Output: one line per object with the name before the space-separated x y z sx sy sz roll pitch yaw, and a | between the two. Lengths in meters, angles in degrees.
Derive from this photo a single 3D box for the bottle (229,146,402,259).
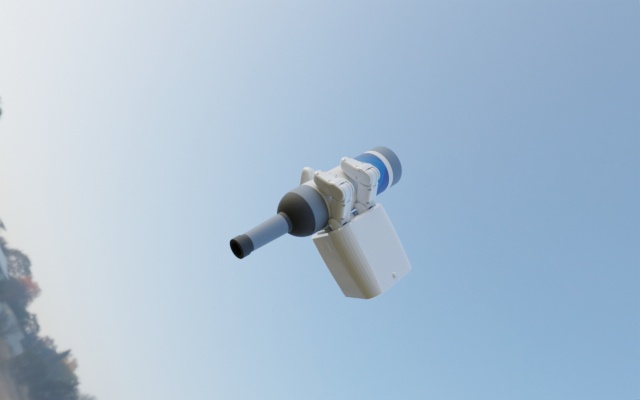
bottle | 0.000 0.002 0.663 0.295 0.069 0.069 -29 19 -38
